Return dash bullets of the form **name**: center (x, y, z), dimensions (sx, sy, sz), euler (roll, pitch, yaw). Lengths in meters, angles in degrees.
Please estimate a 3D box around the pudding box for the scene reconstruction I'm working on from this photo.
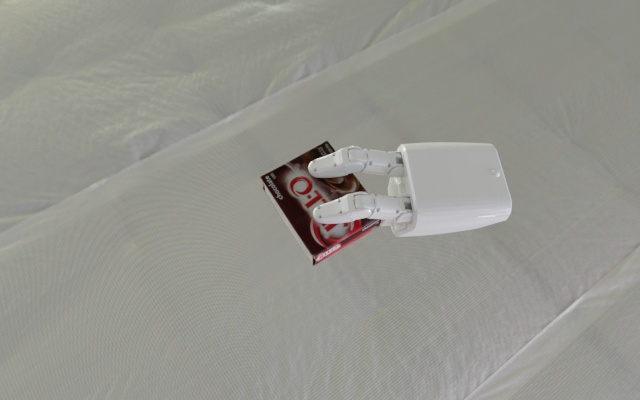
- **pudding box**: center (0.000, 0.002, 0.528), dimensions (0.090, 0.113, 0.039), euler (-30, -23, -16)
